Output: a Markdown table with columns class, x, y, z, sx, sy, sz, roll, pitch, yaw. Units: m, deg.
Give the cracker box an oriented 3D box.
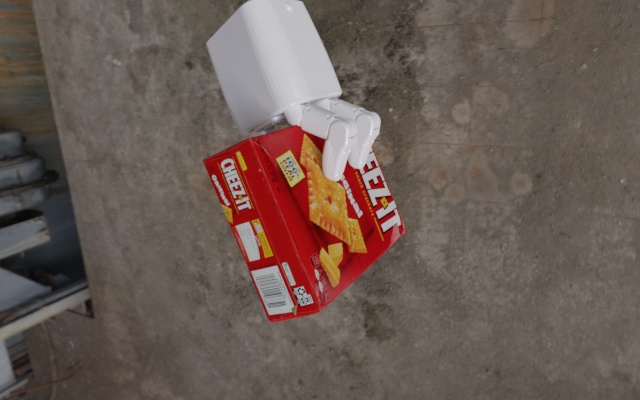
| class | x | y | z | sx | sy | sz | roll | pitch | yaw |
| --- | --- | --- | --- | --- | --- | --- | --- | --- | --- |
| cracker box | 0.000 | 0.002 | 0.502 | 0.072 | 0.164 | 0.213 | -18 | 6 | 34 |
